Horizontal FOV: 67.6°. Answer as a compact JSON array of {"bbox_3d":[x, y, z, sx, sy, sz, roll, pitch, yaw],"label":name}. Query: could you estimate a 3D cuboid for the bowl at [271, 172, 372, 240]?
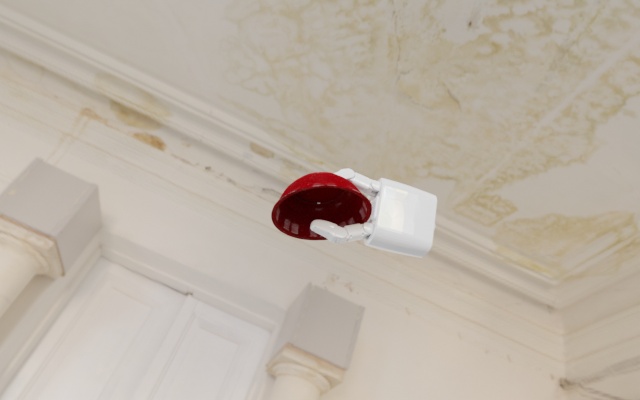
[{"bbox_3d":[-0.001,0.002,0.775,0.162,0.055,0.162,-4,-34,-3],"label":"bowl"}]
